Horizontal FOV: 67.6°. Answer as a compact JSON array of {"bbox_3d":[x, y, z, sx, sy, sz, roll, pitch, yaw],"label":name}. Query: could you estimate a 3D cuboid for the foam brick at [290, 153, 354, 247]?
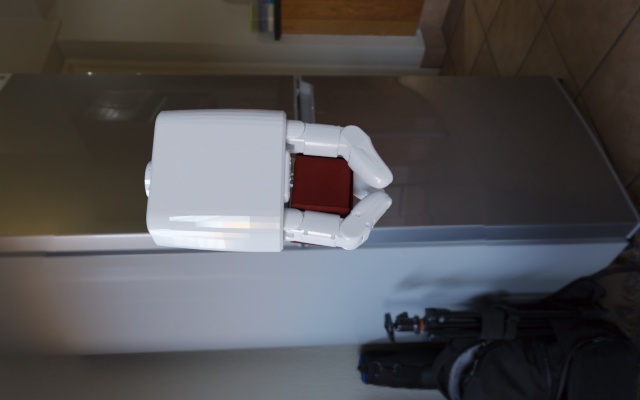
[{"bbox_3d":[0.000,0.002,0.431,0.051,0.053,0.078,4,-31,-2],"label":"foam brick"}]
